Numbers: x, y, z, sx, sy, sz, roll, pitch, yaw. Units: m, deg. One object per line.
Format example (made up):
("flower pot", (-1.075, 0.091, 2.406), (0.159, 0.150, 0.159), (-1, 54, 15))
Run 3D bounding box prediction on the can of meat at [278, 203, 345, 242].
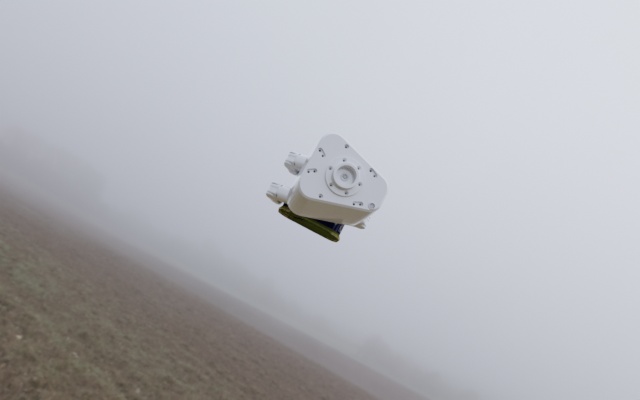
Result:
("can of meat", (0.000, 0.002, 0.724), (0.102, 0.084, 0.057), (28, -13, 0))
